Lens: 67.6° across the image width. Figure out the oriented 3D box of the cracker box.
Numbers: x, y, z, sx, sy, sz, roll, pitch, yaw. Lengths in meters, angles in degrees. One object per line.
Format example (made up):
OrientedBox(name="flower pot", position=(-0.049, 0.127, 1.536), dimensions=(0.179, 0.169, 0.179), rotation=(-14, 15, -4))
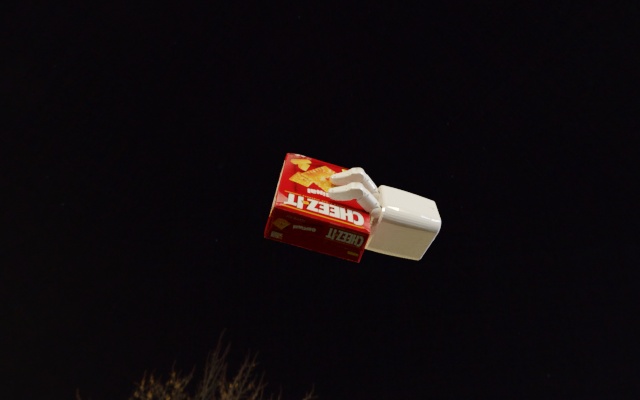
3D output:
OrientedBox(name="cracker box", position=(0.000, 0.003, 0.852), dimensions=(0.164, 0.072, 0.213), rotation=(15, 28, -6))
